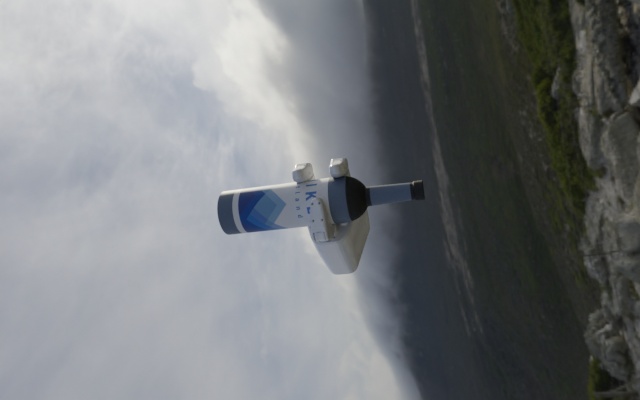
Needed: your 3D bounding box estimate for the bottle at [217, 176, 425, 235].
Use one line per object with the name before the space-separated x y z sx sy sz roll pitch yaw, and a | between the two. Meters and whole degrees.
bottle | 0.000 0.002 0.692 0.296 0.069 0.069 -7 -2 13
